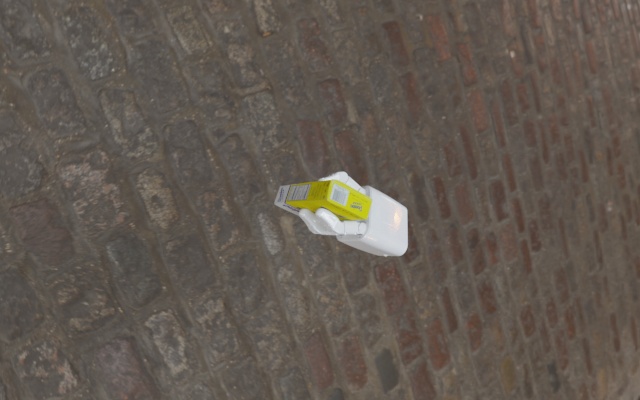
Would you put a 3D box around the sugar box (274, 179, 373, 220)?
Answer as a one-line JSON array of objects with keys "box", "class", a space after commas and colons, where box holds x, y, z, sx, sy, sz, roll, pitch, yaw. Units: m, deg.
[{"box": [0.000, 0.003, 0.866, 0.093, 0.048, 0.176, 27, -20, -30], "class": "sugar box"}]
